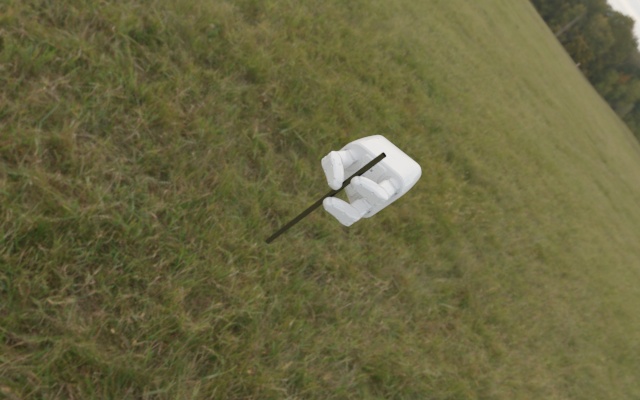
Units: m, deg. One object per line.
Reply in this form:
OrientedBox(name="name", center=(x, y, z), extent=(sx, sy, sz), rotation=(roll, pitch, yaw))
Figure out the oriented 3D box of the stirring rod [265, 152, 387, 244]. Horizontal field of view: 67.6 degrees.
OrientedBox(name="stirring rod", center=(0.000, 0.002, 0.676), extent=(0.239, 0.011, 0.011), rotation=(-37, -21, 32))
